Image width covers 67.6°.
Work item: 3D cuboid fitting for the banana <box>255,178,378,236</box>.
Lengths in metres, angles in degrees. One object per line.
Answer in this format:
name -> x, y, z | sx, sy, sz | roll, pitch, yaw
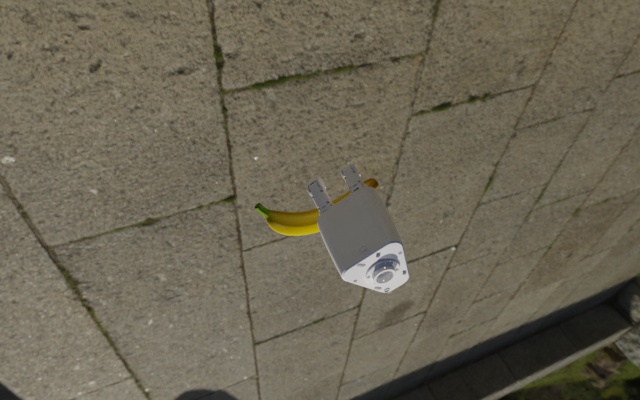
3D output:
banana -> 0.000, 0.017, 0.760 | 0.198, 0.070, 0.037 | -13, 38, -1
